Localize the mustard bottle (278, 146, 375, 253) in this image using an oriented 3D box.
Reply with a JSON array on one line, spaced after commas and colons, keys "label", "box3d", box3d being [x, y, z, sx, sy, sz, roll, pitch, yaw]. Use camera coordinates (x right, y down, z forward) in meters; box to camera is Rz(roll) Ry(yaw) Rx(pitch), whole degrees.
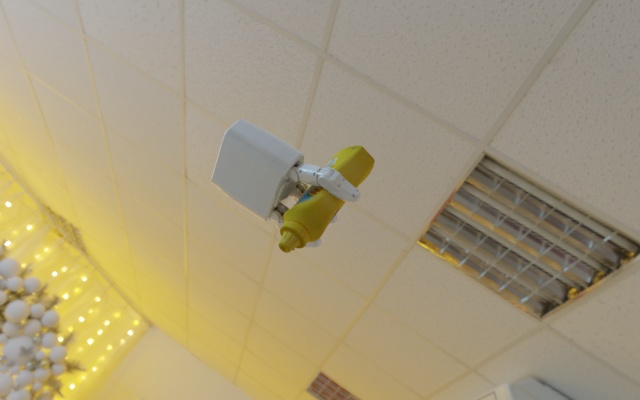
[{"label": "mustard bottle", "box3d": [0.001, 0.002, 0.677, 0.096, 0.058, 0.191, -30, 16, 52]}]
